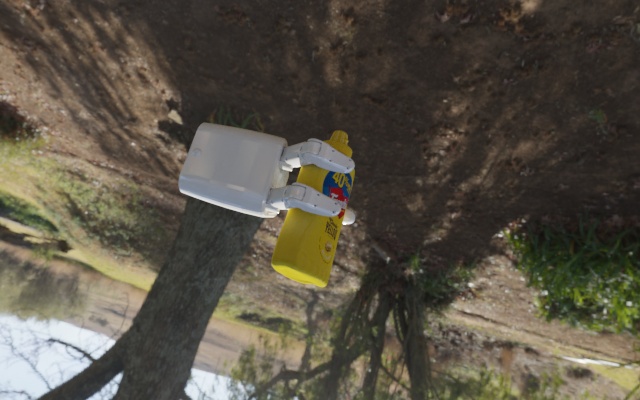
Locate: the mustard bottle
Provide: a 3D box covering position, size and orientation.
[{"bbox_3d":[0.000,0.002,0.580,0.058,0.191,0.096,6,-20,28],"label":"mustard bottle"}]
